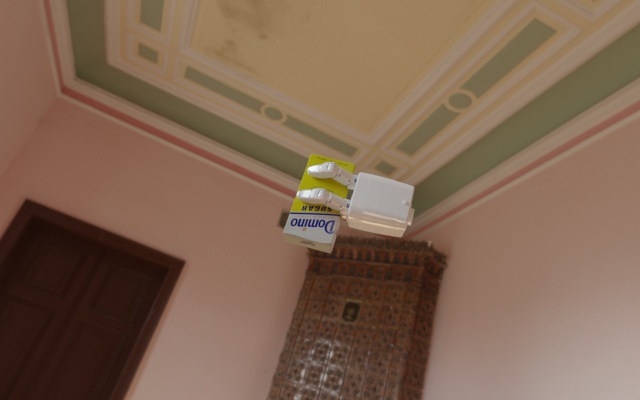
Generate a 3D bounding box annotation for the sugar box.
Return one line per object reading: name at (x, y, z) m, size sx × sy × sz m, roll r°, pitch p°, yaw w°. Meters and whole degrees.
sugar box at (0.000, 0.003, 0.897) m, size 0.093 × 0.176 × 0.048 m, roll 14°, pitch -28°, yaw 8°
